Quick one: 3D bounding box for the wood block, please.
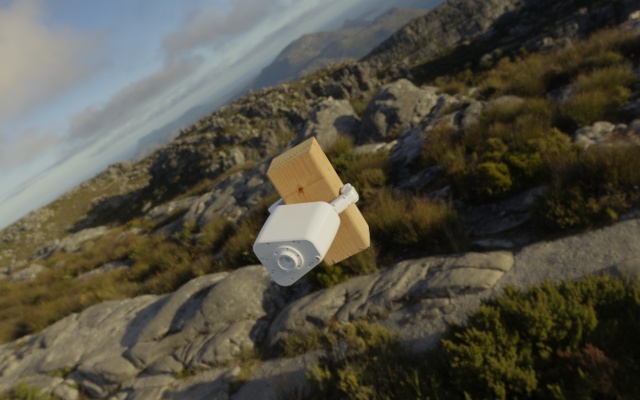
[{"bbox_3d":[0.000,0.003,0.866,0.091,0.206,0.090,-27,19,14],"label":"wood block"}]
